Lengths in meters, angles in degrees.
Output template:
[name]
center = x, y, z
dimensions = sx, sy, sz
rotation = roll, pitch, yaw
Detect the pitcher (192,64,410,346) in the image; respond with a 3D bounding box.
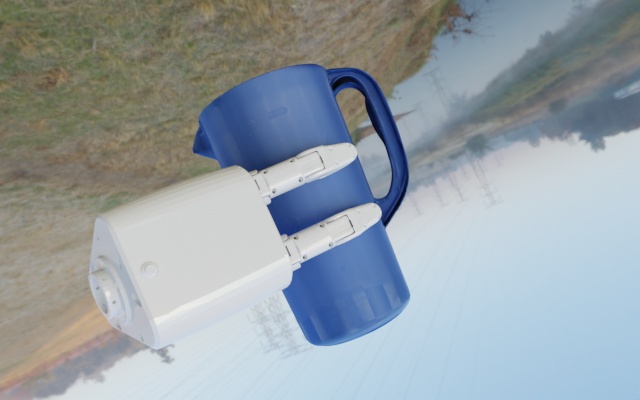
[pitcher]
center = 0.000, 0.002, 0.454
dimensions = 0.145, 0.243, 0.149
rotation = -22, -3, -41
